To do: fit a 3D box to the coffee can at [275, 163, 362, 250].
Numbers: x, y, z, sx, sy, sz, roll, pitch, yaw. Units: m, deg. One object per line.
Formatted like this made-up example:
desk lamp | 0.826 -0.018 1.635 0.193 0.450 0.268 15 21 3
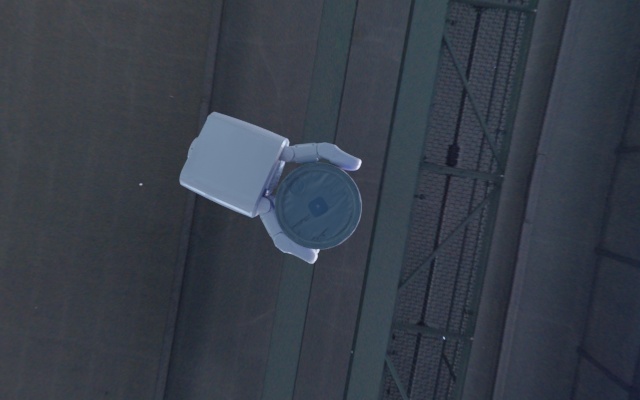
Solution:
coffee can | 0.000 0.002 0.628 0.103 0.103 0.140 0 4 3
